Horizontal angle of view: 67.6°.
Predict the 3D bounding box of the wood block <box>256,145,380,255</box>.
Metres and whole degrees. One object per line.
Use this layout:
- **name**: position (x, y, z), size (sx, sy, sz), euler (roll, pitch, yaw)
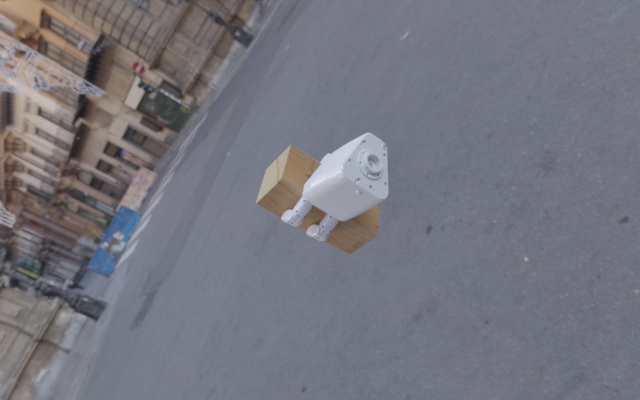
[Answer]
- **wood block**: position (0.000, 0.002, 0.870), size (0.206, 0.090, 0.090), euler (31, -46, -21)
